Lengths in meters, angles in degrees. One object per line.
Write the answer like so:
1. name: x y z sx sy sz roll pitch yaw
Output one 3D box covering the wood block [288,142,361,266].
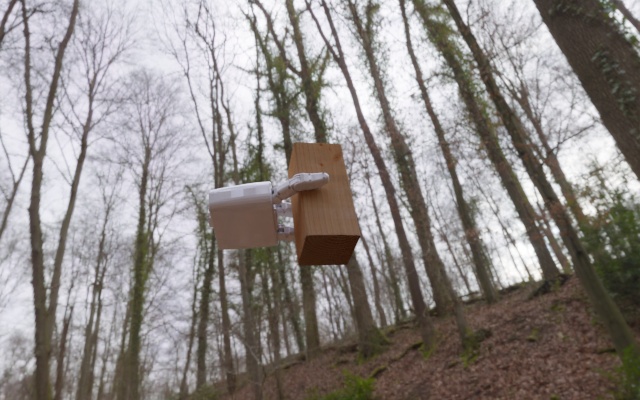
1. wood block: 0.000 0.002 0.837 0.090 0.206 0.091 1 -39 -13
